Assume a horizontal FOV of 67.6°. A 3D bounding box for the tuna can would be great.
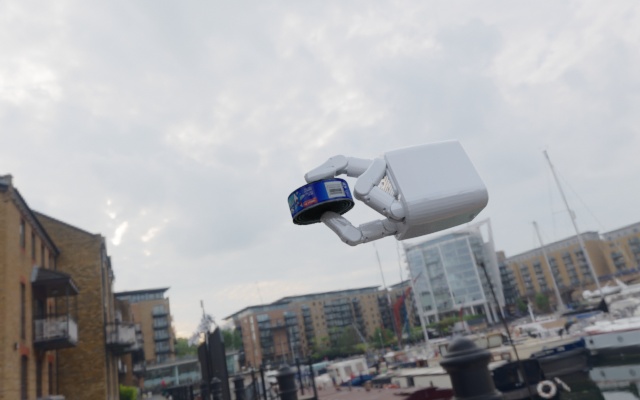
[{"bbox_3d":[0.000,0.002,0.632,0.086,0.033,0.086,-16,-17,-5],"label":"tuna can"}]
